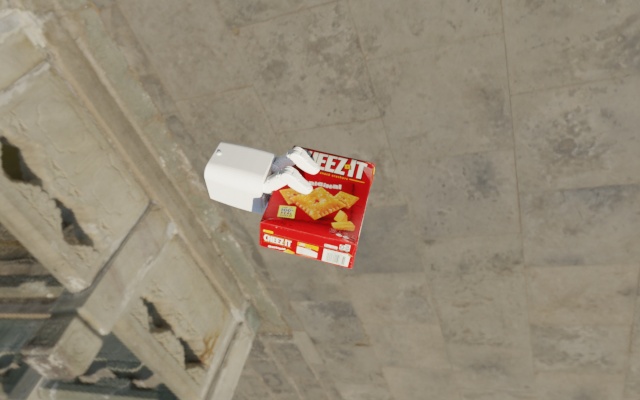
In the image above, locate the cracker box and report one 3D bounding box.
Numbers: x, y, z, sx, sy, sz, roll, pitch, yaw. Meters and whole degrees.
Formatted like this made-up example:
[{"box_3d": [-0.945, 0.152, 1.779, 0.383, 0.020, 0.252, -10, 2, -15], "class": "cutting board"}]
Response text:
[{"box_3d": [0.000, 0.003, 0.852, 0.164, 0.072, 0.213, 14, 46, 5], "class": "cracker box"}]
